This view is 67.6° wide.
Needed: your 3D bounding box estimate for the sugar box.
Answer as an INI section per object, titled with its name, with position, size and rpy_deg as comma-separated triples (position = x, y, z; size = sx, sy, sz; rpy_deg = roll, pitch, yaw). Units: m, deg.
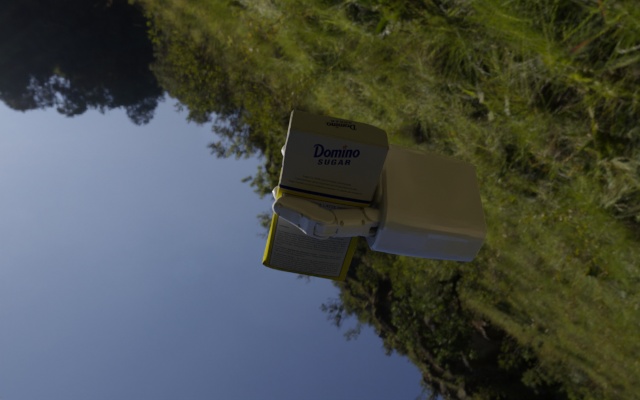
[sugar box]
position = 0.000, 0.001, 0.484
size = 0.093, 0.176, 0.048
rpy_deg = 11, 35, -6
